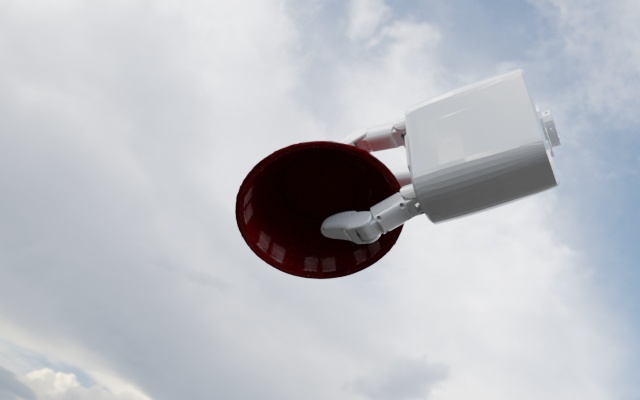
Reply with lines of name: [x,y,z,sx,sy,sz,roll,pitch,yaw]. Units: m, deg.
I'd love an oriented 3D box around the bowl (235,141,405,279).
bowl: [-0.001,0.002,0.473,0.162,0.162,0.055,0,35,0]
